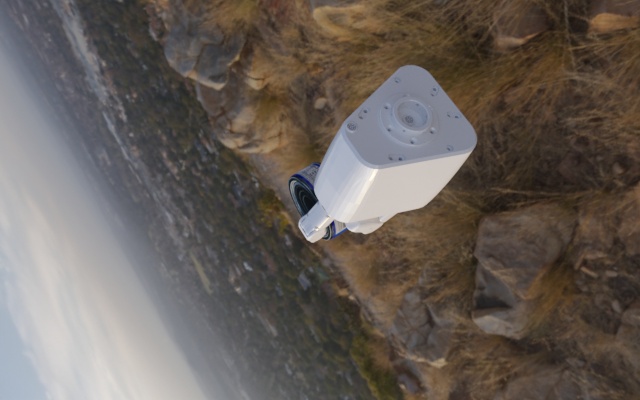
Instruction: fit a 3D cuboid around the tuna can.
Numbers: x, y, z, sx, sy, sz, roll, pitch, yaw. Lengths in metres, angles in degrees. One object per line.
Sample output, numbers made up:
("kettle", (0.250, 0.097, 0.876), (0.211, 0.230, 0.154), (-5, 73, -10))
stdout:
("tuna can", (0.000, 0.002, 0.540), (0.033, 0.086, 0.086), (-32, 11, -19))
